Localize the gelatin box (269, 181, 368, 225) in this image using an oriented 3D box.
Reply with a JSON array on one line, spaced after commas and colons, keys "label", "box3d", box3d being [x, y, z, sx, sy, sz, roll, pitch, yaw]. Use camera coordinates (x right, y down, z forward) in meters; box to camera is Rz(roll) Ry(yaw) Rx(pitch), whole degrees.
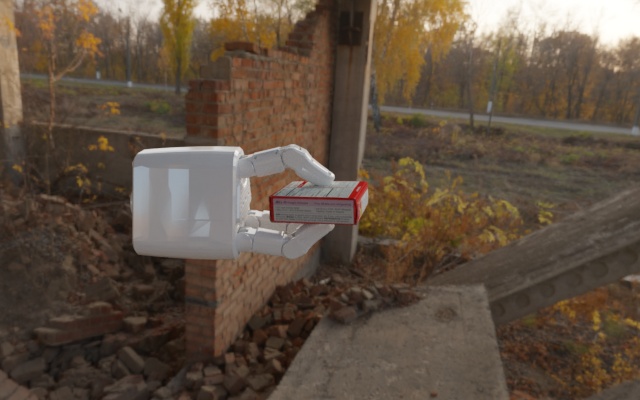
[{"label": "gelatin box", "box3d": [0.000, 0.001, 0.490, 0.089, 0.030, 0.073, 0, 15, 14]}]
